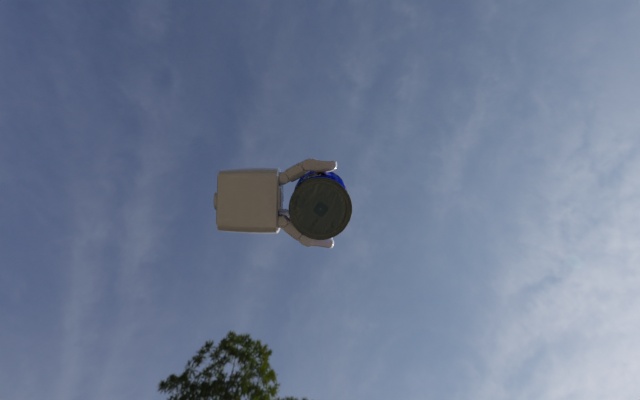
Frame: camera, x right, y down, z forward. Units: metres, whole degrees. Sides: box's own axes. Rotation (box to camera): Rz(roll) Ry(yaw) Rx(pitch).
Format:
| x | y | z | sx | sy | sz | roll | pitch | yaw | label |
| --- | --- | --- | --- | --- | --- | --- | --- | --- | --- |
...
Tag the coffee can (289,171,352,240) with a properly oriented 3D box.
| x | y | z | sx | sy | sz | roll | pitch | yaw | label |
| --- | --- | --- | --- | --- | --- | --- | --- | --- | --- |
| 0.000 | 0.003 | 0.833 | 0.103 | 0.103 | 0.140 | 0 | 9 | 0 | coffee can |
